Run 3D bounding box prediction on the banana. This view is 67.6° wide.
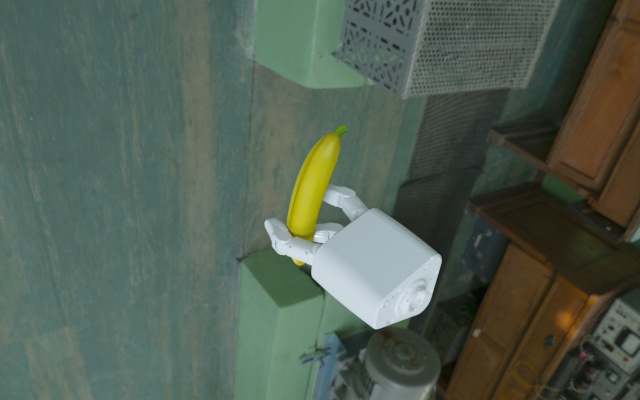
[{"bbox_3d":[-0.010,-0.001,0.607,0.037,0.198,0.069,28,15,32],"label":"banana"}]
